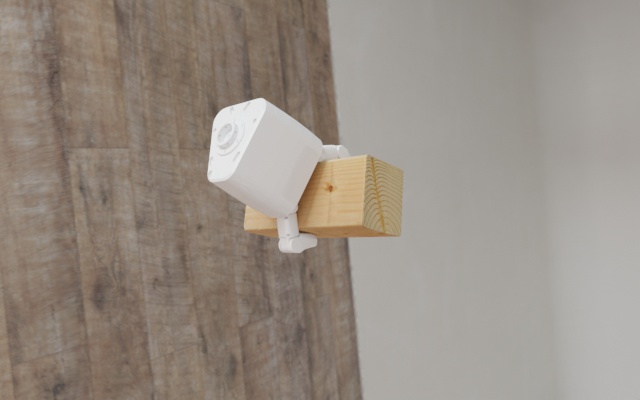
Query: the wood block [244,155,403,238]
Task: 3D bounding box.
[{"bbox_3d":[0.000,0.002,0.655,0.206,0.091,0.090,-4,-13,39],"label":"wood block"}]
